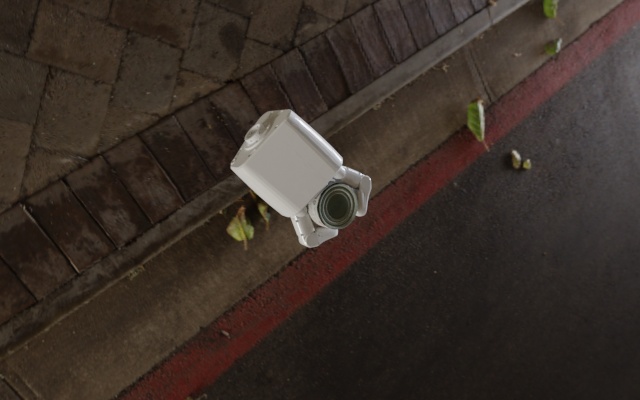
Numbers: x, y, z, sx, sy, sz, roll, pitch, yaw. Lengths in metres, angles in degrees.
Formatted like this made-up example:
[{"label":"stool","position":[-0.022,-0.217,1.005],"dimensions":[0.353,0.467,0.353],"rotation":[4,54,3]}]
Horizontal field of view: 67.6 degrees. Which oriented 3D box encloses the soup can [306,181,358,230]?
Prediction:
[{"label":"soup can","position":[0.001,0.003,0.708],"dimensions":[0.068,0.068,0.102],"rotation":[0,7,-31]}]
